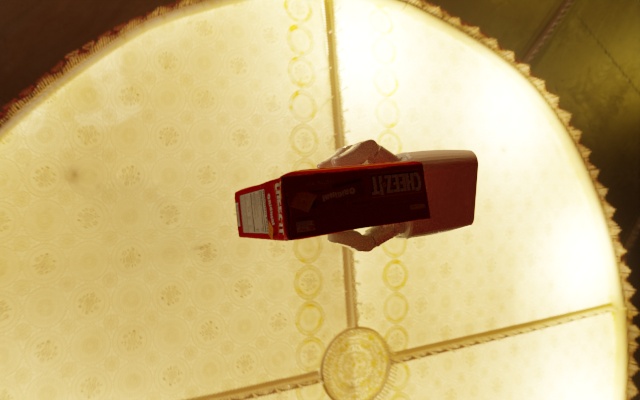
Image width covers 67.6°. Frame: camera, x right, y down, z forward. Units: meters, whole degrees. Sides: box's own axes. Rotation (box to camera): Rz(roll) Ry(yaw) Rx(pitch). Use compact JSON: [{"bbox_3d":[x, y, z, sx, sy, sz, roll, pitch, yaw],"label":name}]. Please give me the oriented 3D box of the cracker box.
[{"bbox_3d":[0.000,0.002,0.573,0.164,0.072,0.214,-8,-1,-22],"label":"cracker box"}]
